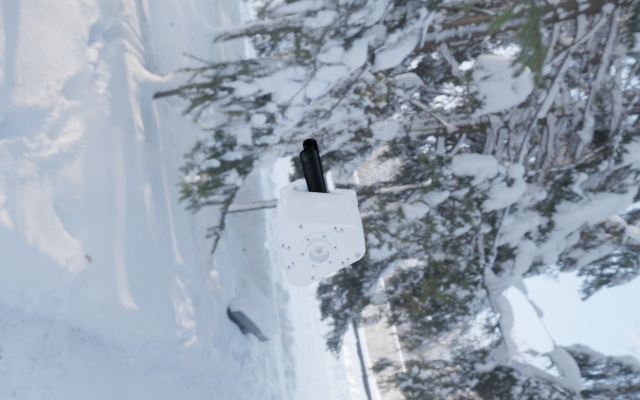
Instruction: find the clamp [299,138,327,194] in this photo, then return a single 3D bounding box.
[{"bbox_3d":[0.001,0.003,0.750,0.036,0.210,0.164,-11,19,3],"label":"clamp"}]
